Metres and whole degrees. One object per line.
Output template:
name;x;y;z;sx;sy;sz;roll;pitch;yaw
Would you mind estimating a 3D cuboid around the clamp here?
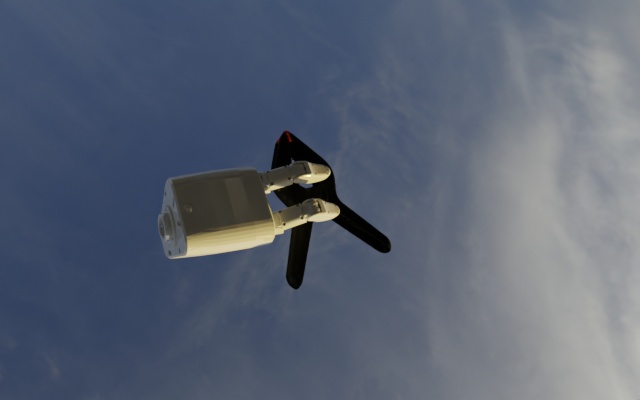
clamp;-0.001;0.002;0.635;0.164;0.210;0.036;-8;-22;-34
